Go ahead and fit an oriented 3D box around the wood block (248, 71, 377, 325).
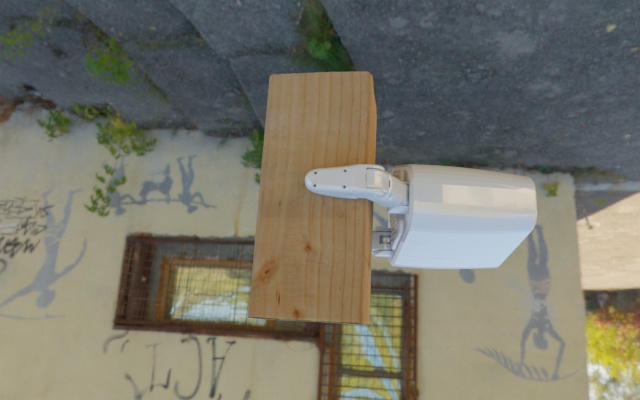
[{"bbox_3d":[0.000,0.001,0.422,0.090,0.206,0.091,1,-14,10],"label":"wood block"}]
